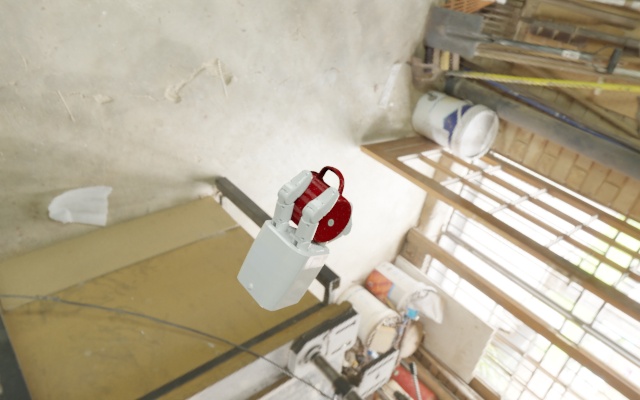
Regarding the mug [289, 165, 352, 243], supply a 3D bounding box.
[{"bbox_3d":[0.001,0.001,0.744,0.081,0.117,0.093,39,15,37],"label":"mug"}]
